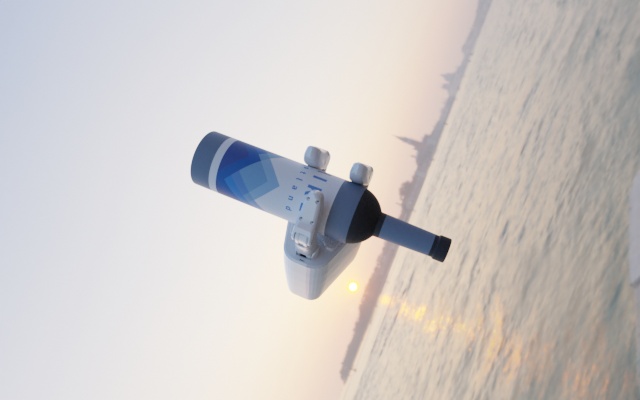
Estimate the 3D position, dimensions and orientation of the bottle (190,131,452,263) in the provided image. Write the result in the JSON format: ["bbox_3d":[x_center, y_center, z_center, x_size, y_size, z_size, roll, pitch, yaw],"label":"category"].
[{"bbox_3d":[0.000,0.002,0.534,0.295,0.069,0.069,21,4,11],"label":"bottle"}]
